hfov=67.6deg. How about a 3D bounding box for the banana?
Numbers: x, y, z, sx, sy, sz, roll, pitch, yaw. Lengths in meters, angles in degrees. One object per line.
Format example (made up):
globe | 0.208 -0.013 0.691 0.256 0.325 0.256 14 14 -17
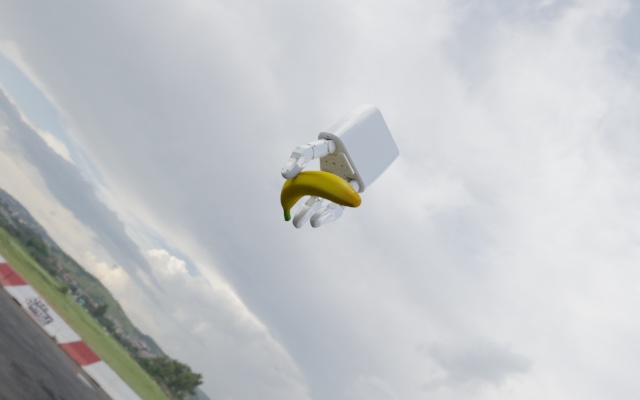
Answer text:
banana | -0.011 -0.013 0.707 0.037 0.069 0.198 -37 13 -31
